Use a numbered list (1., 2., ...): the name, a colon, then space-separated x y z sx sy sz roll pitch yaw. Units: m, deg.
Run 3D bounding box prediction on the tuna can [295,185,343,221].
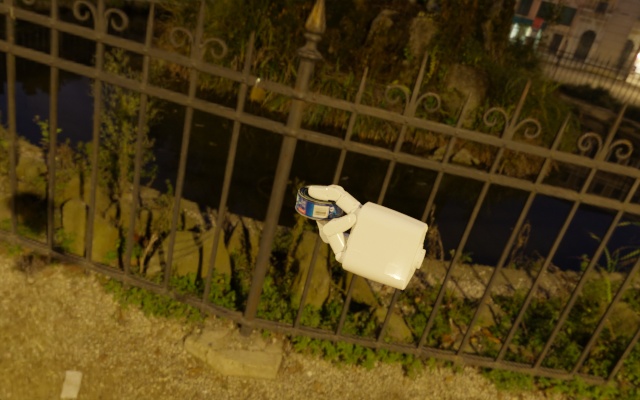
1. tuna can: 0.000 0.002 0.842 0.086 0.034 0.086 7 23 -3
